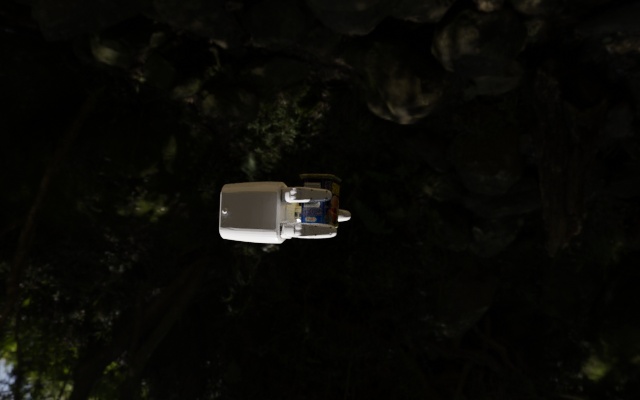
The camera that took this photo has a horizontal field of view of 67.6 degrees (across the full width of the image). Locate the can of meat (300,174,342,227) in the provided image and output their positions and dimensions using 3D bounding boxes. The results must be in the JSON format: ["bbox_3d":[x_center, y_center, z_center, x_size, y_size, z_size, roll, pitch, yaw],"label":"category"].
[{"bbox_3d":[0.000,0.003,0.793,0.057,0.084,0.102,1,-3,12],"label":"can of meat"}]
